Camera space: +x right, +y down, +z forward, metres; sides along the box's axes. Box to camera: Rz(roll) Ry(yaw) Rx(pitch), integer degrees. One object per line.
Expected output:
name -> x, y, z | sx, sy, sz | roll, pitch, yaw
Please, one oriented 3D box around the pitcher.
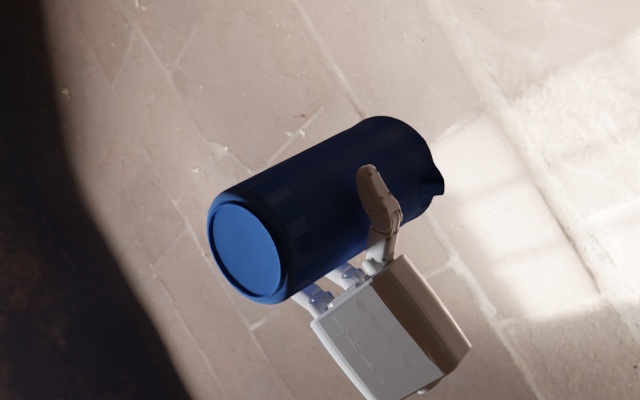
pitcher -> 0.000, 0.002, 0.493 | 0.242, 0.145, 0.149 | -28, -11, -46
